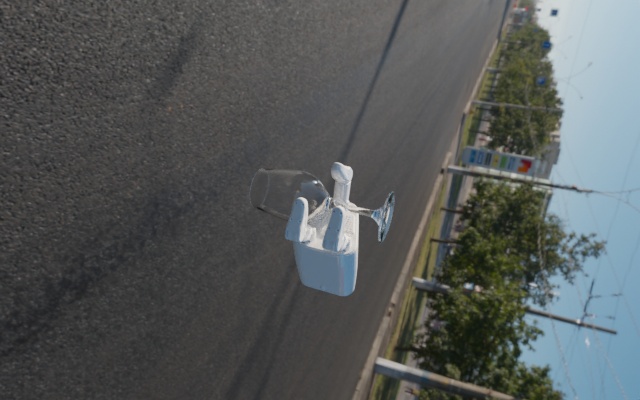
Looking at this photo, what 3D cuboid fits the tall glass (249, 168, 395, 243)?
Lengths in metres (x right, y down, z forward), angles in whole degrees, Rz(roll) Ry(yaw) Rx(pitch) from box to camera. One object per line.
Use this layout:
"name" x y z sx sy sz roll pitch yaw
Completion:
"tall glass" 0.001 0.002 0.690 0.201 0.079 0.079 13 4 17
